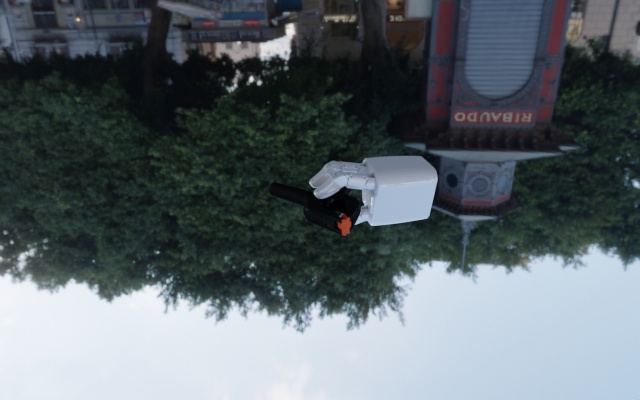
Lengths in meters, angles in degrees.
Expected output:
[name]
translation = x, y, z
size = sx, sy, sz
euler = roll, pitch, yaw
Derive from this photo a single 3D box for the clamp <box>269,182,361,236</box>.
[clamp]
translation = 0.000, 0.004, 0.806
size = 0.164, 0.036, 0.210
euler = -6, 23, -8
